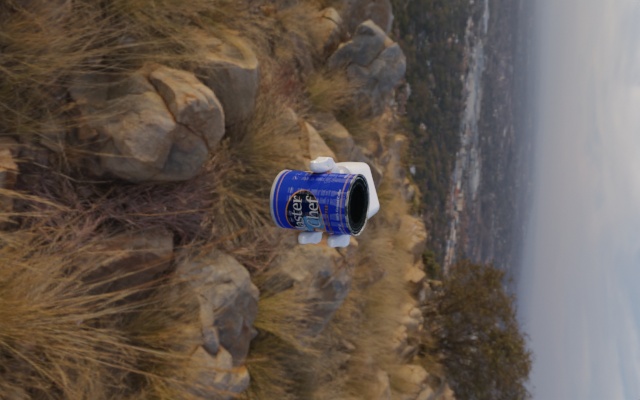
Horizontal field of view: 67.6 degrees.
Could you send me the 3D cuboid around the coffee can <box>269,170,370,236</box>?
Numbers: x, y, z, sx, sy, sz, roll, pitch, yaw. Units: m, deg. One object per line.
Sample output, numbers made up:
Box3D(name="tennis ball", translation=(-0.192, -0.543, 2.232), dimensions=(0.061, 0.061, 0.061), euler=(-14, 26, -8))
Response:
Box3D(name="coffee can", translation=(0.000, 0.003, 0.805), dimensions=(0.140, 0.103, 0.103), euler=(5, 2, 25))
